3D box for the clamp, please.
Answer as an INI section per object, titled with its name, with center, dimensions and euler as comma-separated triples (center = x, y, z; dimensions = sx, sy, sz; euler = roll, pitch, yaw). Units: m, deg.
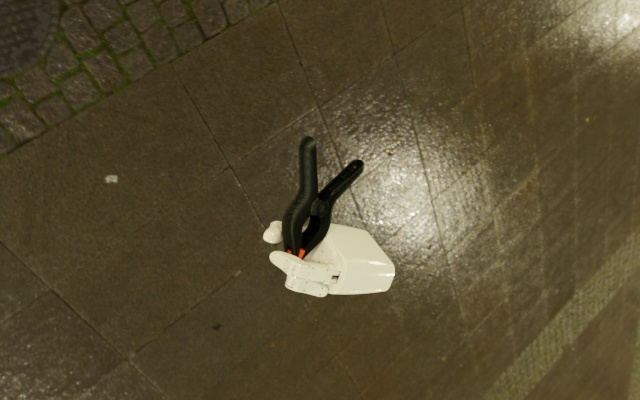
[clamp]
center = 0.000, 0.003, 0.668
dimensions = 0.120, 0.171, 0.039
euler = 8, 15, -37
